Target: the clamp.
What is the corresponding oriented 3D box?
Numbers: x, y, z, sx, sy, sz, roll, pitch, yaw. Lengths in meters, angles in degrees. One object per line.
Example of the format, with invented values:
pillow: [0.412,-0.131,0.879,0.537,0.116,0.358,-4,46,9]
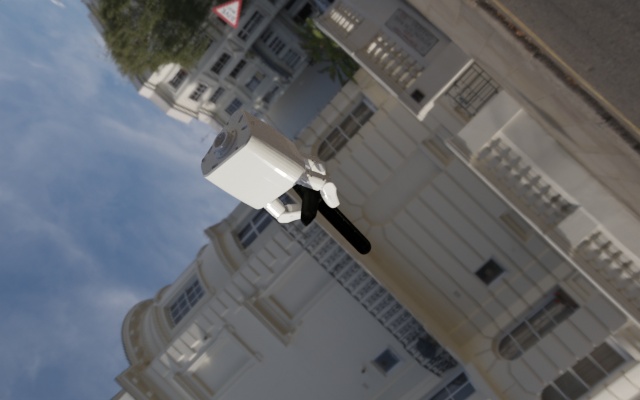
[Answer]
clamp: [-0.001,0.003,0.804,0.165,0.036,0.209,34,17,-39]
